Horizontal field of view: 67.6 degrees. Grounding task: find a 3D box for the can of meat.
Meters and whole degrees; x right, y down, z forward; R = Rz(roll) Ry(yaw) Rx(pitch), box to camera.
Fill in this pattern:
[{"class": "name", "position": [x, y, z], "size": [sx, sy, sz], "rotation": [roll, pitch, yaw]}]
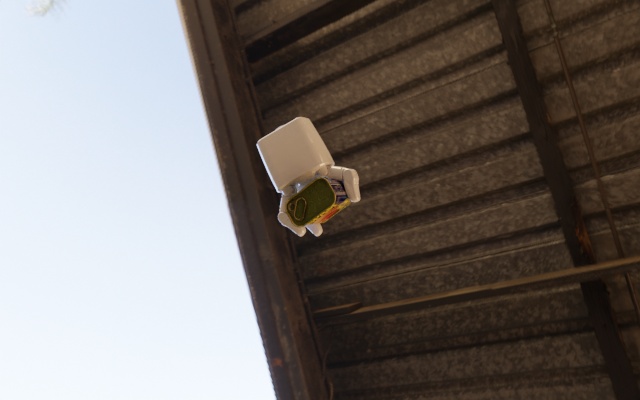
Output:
[{"class": "can of meat", "position": [0.000, 0.003, 0.867], "size": [0.102, 0.057, 0.084], "rotation": [-37, -15, 24]}]
